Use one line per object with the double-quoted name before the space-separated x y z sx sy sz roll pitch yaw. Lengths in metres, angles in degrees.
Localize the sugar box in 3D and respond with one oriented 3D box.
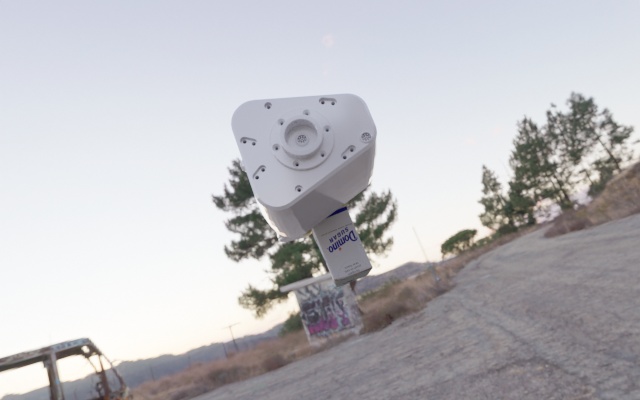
"sugar box" 0.000 0.002 0.503 0.048 0.176 0.093 -20 -13 -2
